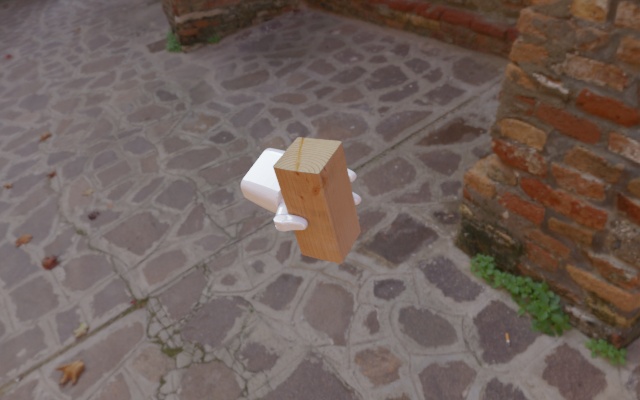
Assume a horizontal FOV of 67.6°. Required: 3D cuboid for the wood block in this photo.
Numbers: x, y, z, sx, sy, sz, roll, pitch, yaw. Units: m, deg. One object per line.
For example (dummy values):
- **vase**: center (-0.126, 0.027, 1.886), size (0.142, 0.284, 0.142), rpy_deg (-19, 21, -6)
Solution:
- **wood block**: center (0.000, 0.003, 0.840), size (0.090, 0.206, 0.090), rpy_deg (10, 45, 28)
